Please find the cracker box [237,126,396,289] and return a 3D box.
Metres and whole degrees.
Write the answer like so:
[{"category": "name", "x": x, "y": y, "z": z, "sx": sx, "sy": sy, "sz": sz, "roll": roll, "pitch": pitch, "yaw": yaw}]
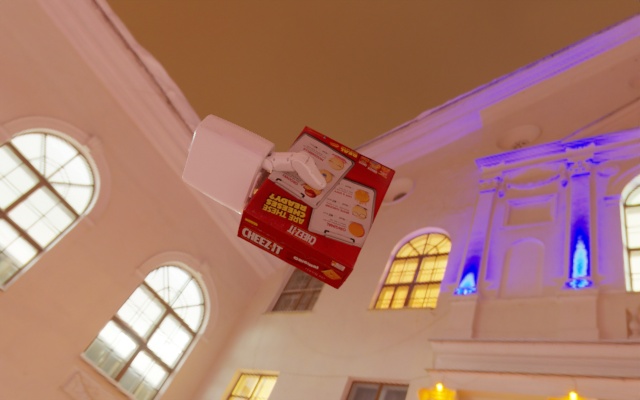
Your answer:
[{"category": "cracker box", "x": 0.000, "y": 0.002, "z": 0.708, "sx": 0.164, "sy": 0.213, "sz": 0.072, "roll": 27, "pitch": -43, "yaw": 3}]
